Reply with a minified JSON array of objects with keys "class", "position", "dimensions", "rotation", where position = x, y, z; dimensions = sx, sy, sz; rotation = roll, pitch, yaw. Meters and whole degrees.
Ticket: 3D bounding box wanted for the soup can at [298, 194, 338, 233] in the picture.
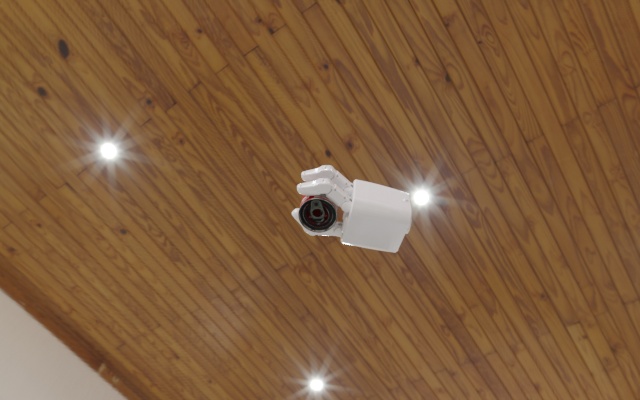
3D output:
[{"class":"soup can","position":[0.000,0.003,0.865],"dimensions":[0.068,0.068,0.102],"rotation":[0,28,6]}]
